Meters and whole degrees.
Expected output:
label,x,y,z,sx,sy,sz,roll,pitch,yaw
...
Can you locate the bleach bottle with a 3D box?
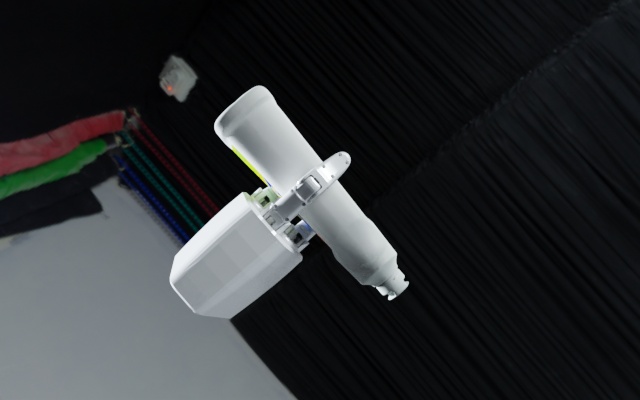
label,x,y,z,sx,sy,sz,roll,pitch,yaw
bleach bottle,0.000,0.002,0.500,0.068,0.251,0.102,-41,-2,-3
